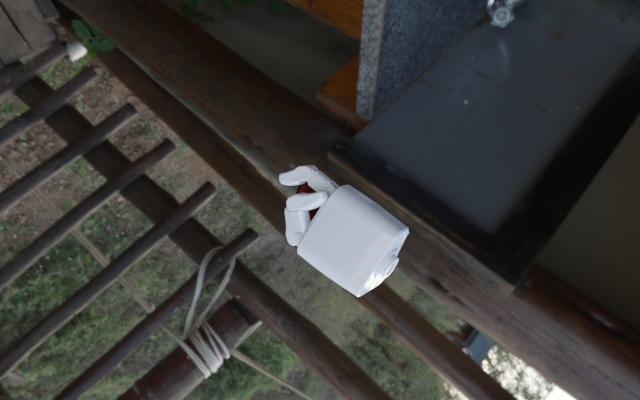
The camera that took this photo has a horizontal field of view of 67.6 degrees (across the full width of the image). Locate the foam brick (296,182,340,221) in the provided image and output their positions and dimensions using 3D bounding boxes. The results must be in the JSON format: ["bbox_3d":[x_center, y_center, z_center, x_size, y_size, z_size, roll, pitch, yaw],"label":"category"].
[{"bbox_3d":[0.000,0.002,0.720,0.051,0.053,0.078,34,22,22],"label":"foam brick"}]
